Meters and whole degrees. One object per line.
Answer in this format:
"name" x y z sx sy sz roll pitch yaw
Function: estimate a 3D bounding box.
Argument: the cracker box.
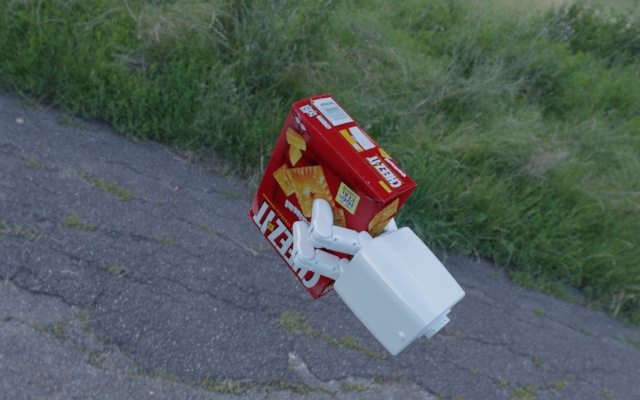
"cracker box" 0.000 0.002 0.608 0.072 0.164 0.214 -23 -26 -40
